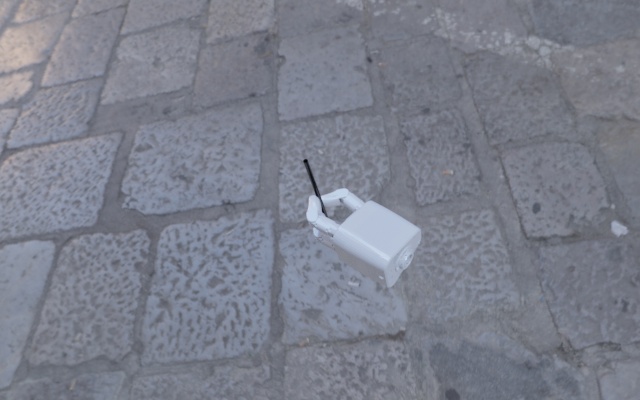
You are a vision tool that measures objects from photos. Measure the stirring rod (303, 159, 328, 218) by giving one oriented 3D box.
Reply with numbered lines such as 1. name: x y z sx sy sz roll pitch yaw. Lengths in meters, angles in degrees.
1. stirring rod: 0.000 0.003 0.862 0.011 0.011 0.240 0 -33 14
